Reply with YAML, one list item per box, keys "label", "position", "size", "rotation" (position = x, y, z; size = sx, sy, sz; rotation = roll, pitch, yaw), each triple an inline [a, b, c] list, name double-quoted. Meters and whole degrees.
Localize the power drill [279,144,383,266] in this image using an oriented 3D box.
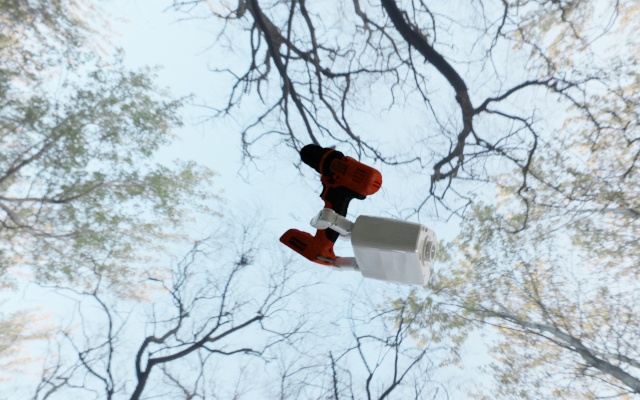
- label: "power drill"
  position: [0.000, 0.003, 0.820]
  size: [0.057, 0.187, 0.184]
  rotation: [20, 6, -46]
